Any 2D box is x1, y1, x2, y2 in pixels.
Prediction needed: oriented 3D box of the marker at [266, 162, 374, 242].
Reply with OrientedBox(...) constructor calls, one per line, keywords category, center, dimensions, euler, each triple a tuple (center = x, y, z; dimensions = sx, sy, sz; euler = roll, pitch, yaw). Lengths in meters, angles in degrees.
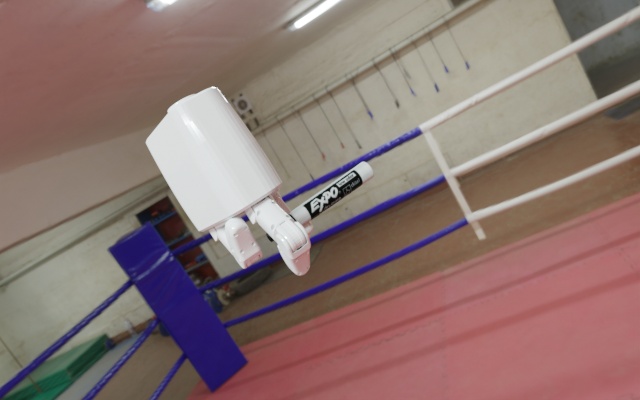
OrientedBox(category="marker", center=(0.000, 0.002, 0.449), dimensions=(0.121, 0.020, 0.020), euler=(-35, 13, -20))
